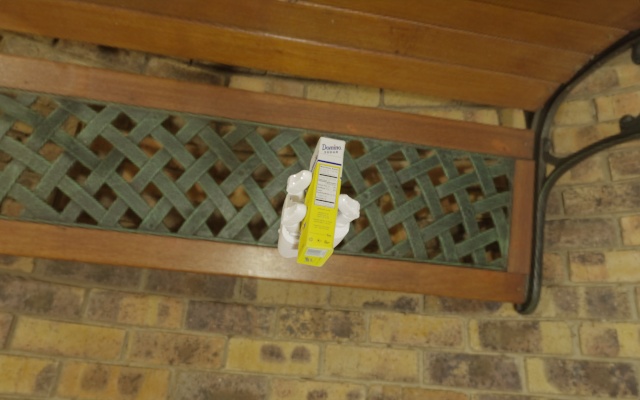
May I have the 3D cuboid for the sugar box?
[{"bbox_3d":[0.000,0.002,0.725,0.048,0.176,0.093,8,-24,-9],"label":"sugar box"}]
